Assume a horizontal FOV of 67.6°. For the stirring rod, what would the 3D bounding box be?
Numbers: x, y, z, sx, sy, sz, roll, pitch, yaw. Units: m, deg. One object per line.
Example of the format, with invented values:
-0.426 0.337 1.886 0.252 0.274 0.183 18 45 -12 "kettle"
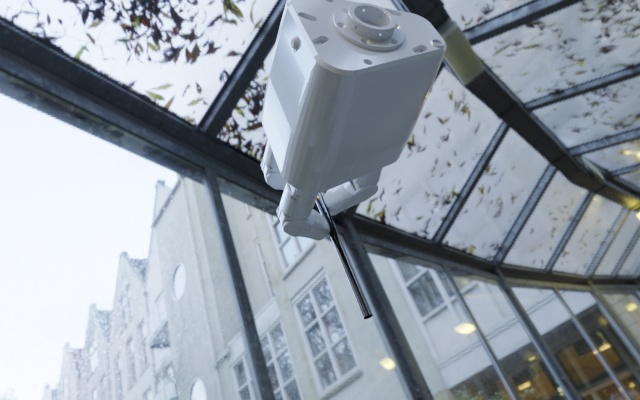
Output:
0.000 0.002 0.450 0.011 0.239 0.011 -15 -35 -11 "stirring rod"
